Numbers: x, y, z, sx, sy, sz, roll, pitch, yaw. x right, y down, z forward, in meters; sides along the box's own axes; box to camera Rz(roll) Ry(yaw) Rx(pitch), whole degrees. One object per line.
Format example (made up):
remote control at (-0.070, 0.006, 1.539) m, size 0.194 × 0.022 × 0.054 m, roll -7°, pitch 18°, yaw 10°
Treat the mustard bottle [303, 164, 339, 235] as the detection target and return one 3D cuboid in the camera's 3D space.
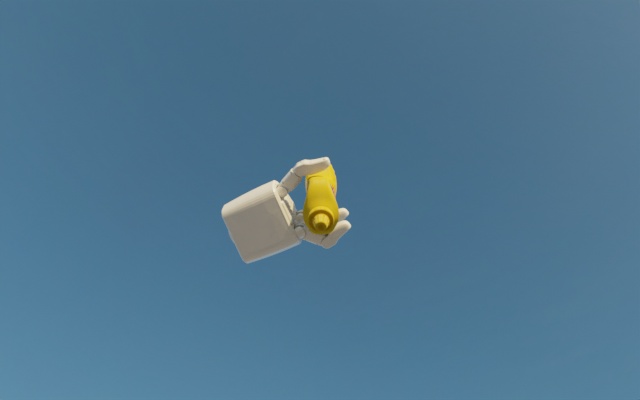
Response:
mustard bottle at (0.000, 0.002, 0.806) m, size 0.058 × 0.096 × 0.191 m, roll -1°, pitch 23°, yaw 1°
